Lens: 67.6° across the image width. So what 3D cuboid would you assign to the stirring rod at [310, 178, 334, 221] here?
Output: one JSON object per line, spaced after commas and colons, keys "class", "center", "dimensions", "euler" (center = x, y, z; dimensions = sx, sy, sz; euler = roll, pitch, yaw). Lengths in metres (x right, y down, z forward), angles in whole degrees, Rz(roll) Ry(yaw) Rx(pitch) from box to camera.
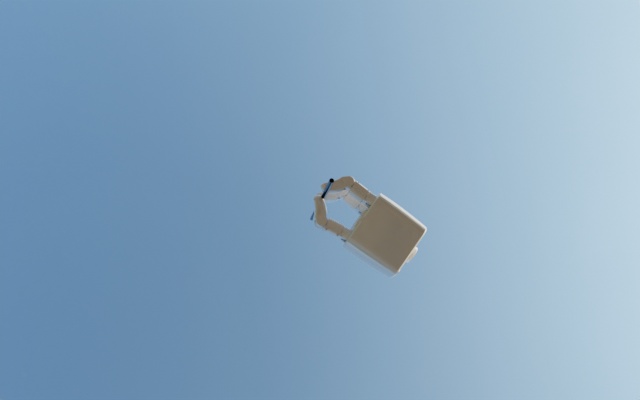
{"class": "stirring rod", "center": [0.000, 0.003, 0.888], "dimensions": [0.011, 0.011, 0.240], "euler": [0, -17, -9]}
